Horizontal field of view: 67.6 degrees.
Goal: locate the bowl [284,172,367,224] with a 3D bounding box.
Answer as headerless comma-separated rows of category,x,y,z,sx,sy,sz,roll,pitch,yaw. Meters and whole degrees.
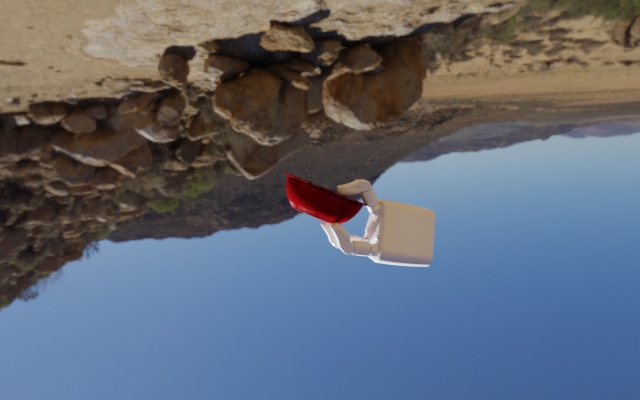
bowl,-0.001,0.003,0.861,0.162,0.055,0.162,22,1,-1
